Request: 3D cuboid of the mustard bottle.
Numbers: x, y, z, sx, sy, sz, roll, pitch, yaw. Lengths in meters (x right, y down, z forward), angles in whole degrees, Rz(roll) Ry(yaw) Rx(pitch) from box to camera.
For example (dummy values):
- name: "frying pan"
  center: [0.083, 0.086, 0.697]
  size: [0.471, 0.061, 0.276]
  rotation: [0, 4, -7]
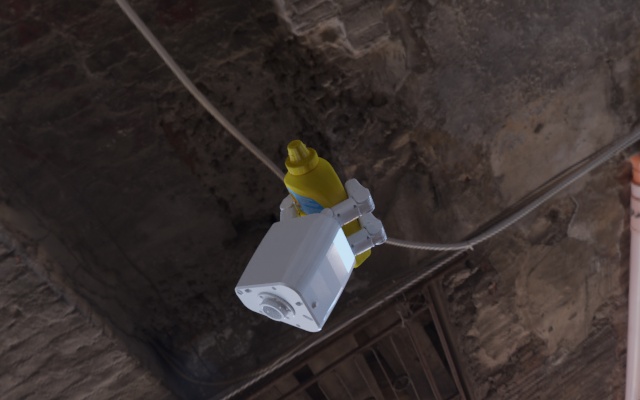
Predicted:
- name: "mustard bottle"
  center: [0.000, 0.002, 0.631]
  size: [0.058, 0.192, 0.096]
  rotation: [-40, 39, -19]
